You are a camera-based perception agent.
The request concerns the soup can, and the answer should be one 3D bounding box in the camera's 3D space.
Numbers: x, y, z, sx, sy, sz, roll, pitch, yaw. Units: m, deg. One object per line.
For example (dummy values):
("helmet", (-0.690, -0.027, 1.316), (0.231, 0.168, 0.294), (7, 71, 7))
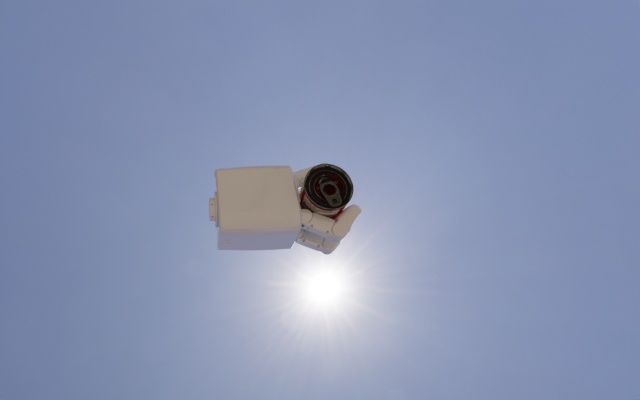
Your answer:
("soup can", (0.001, 0.002, 0.675), (0.068, 0.068, 0.102), (0, -25, -14))
